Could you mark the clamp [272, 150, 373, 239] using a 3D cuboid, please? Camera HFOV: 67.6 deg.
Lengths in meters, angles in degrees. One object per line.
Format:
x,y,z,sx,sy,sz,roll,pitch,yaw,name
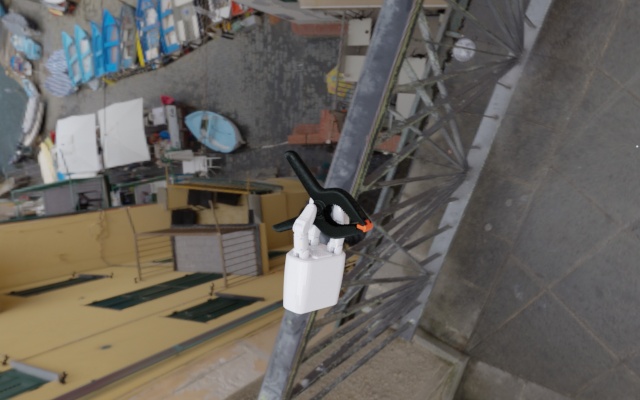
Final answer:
0.000,0.003,0.870,0.210,0.164,0.036,15,19,31,clamp
